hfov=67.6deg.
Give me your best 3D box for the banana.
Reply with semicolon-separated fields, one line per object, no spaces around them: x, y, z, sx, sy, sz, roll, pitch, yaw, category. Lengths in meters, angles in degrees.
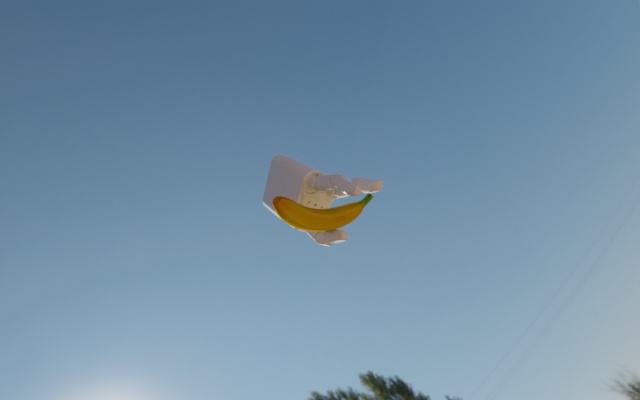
-0.002;0.019;0.765;0.198;0.070;0.037;-4;27;-40;banana
